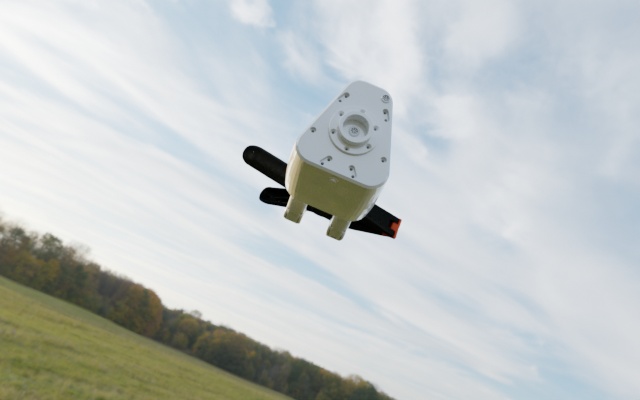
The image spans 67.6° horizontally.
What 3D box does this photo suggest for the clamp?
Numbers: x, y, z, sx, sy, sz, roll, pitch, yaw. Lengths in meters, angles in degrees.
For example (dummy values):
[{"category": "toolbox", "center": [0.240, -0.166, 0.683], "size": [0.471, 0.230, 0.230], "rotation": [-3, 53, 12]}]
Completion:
[{"category": "clamp", "center": [0.001, 0.001, 0.625], "size": [0.210, 0.036, 0.164], "rotation": [22, -16, 0]}]
